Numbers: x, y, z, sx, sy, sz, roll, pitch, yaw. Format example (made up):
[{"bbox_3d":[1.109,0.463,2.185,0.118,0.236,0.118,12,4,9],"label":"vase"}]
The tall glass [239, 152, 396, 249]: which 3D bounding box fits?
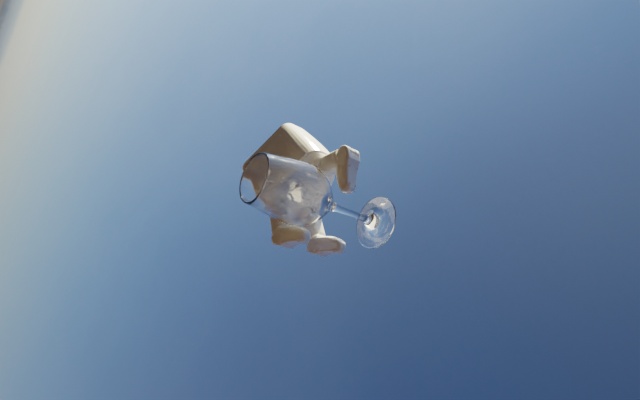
[{"bbox_3d":[0.001,0.002,0.598,0.201,0.079,0.079,20,-12,-36],"label":"tall glass"}]
